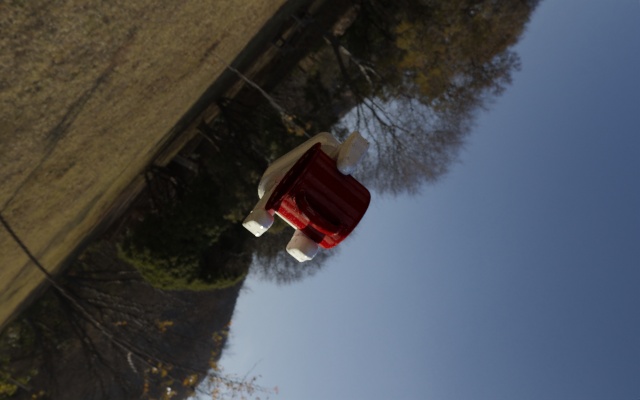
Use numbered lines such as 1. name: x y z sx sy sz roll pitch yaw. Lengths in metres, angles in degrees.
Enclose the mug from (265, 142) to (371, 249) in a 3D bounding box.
1. mug: 0.000 0.002 0.505 0.081 0.093 0.117 39 14 -12
